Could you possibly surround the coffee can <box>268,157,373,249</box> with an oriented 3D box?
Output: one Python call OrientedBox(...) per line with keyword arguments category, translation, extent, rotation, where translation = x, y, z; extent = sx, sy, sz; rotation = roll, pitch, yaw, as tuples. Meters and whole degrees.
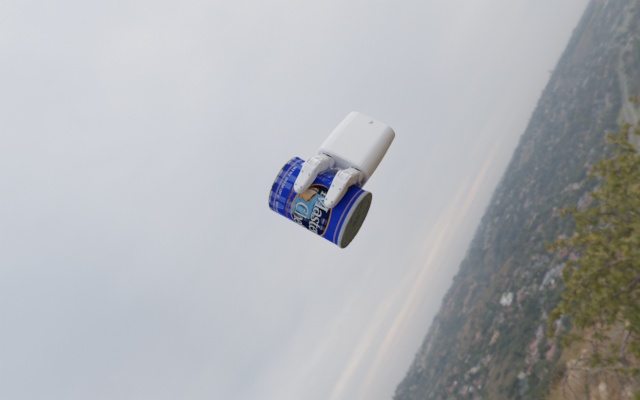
OrientedBox(category="coffee can", translation=(0.000, 0.003, 0.789), extent=(0.140, 0.103, 0.103), rotation=(27, 9, 17))
